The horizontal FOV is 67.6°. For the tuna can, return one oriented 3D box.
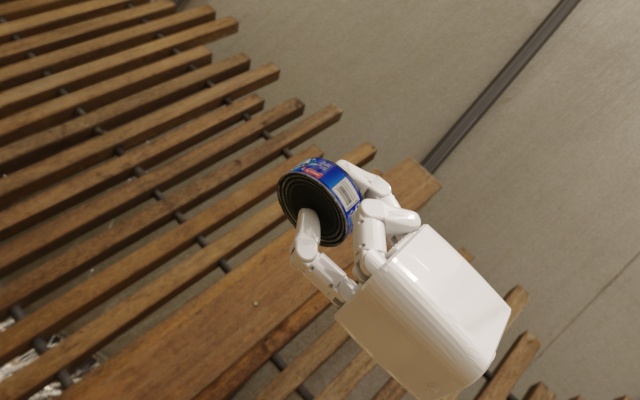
[{"bbox_3d":[0.000,0.001,0.466,0.086,0.086,0.033,0,33,47],"label":"tuna can"}]
